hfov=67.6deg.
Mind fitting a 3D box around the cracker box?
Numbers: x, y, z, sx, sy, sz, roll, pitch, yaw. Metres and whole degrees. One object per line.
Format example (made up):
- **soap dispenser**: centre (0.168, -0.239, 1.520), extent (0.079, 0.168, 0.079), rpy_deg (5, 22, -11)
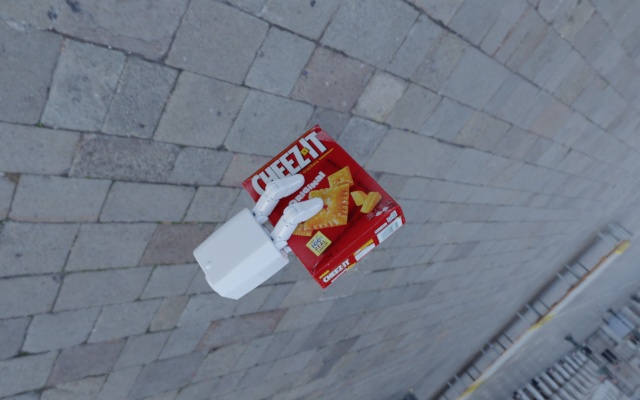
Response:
- **cracker box**: centre (0.000, 0.003, 0.747), extent (0.164, 0.213, 0.072), rpy_deg (-38, -31, -5)
